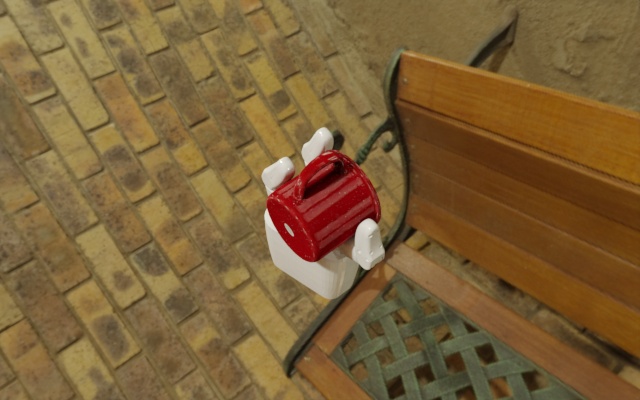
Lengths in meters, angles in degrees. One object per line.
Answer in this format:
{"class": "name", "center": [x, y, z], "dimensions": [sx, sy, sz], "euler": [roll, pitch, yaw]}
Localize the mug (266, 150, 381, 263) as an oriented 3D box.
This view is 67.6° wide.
{"class": "mug", "center": [0.000, 0.001, 0.471], "dimensions": [0.081, 0.093, 0.117], "euler": [-34, -29, -23]}
